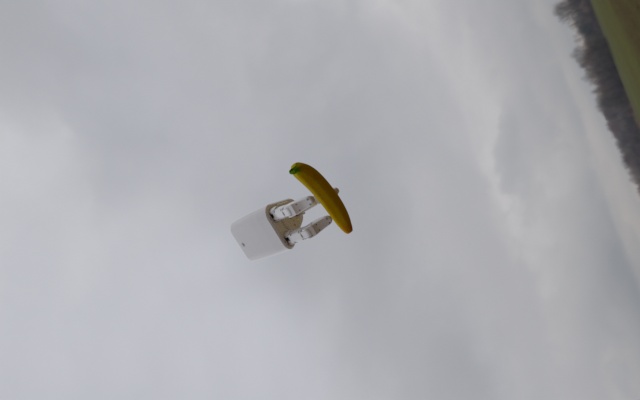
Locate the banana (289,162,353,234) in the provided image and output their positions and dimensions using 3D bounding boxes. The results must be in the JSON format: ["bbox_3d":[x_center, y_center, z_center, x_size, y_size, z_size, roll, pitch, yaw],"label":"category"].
[{"bbox_3d":[0.000,-0.013,0.903,0.037,0.069,0.198,-24,-50,29],"label":"banana"}]
